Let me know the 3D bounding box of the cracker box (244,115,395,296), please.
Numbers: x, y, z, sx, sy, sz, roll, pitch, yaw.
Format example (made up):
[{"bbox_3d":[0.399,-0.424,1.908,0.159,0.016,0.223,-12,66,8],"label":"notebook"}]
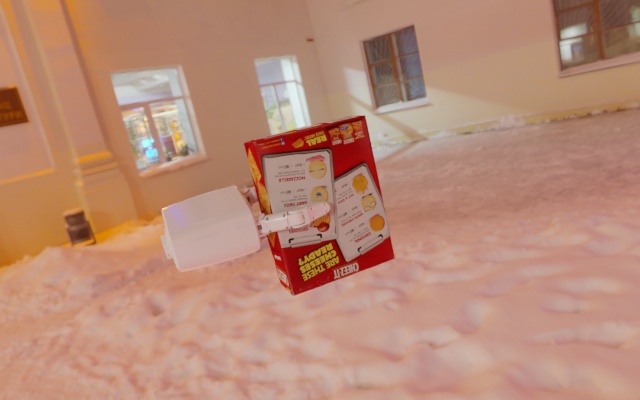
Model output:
[{"bbox_3d":[0.000,0.002,0.675,0.164,0.214,0.072,-17,12,-19],"label":"cracker box"}]
